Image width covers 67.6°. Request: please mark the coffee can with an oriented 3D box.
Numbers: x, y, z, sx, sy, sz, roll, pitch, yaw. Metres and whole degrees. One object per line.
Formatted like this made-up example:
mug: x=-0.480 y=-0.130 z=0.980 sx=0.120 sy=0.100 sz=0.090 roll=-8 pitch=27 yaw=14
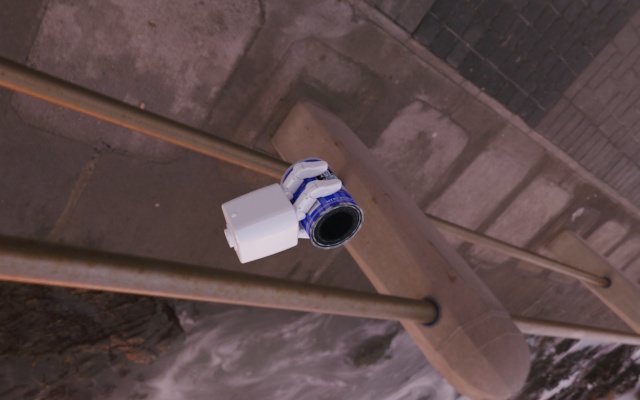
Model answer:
coffee can: x=0.000 y=0.003 z=0.859 sx=0.103 sy=0.103 sz=0.140 roll=0 pitch=37 yaw=-32
